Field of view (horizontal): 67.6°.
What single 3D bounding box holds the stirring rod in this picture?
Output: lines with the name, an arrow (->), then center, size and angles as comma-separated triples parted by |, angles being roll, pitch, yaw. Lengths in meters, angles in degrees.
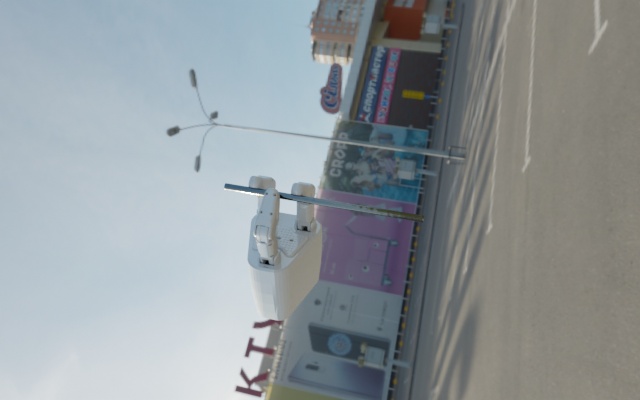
stirring rod -> 0.000, 0.002, 0.562 | 0.239, 0.011, 0.011 | 9, 2, 11
